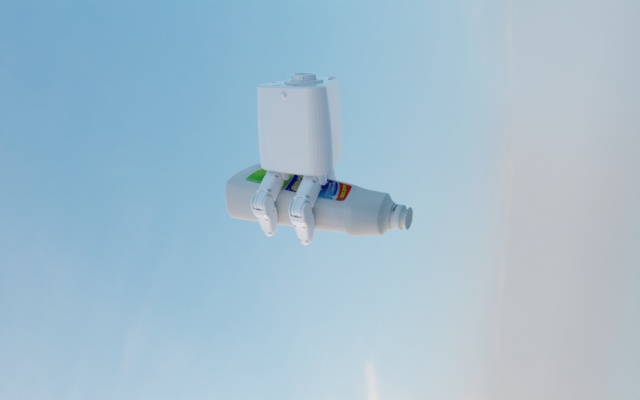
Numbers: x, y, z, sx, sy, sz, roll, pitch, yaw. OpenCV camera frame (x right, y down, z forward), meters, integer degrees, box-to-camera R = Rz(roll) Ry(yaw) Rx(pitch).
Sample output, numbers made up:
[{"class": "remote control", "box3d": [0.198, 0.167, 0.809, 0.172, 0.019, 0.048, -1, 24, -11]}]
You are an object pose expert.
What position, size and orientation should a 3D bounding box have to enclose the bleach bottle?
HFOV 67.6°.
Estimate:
[{"class": "bleach bottle", "box3d": [0.000, 0.002, 0.635, 0.251, 0.068, 0.102, 9, 24, 27]}]
